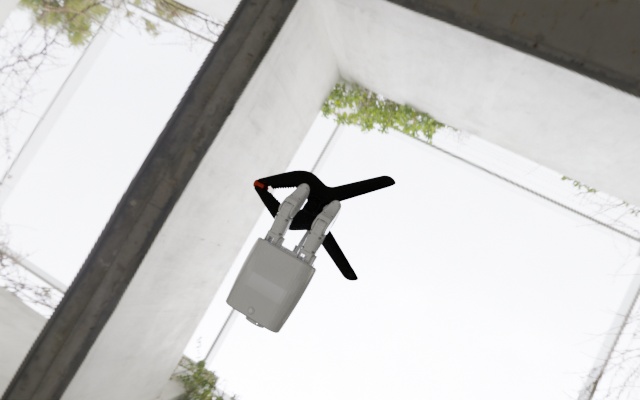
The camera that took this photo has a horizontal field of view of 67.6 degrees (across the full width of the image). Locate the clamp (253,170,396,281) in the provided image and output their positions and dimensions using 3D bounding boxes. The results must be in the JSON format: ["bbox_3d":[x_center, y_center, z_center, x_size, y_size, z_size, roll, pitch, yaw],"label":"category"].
[{"bbox_3d":[0.000,0.002,0.724,0.210,0.164,0.036,28,-6,14],"label":"clamp"}]
